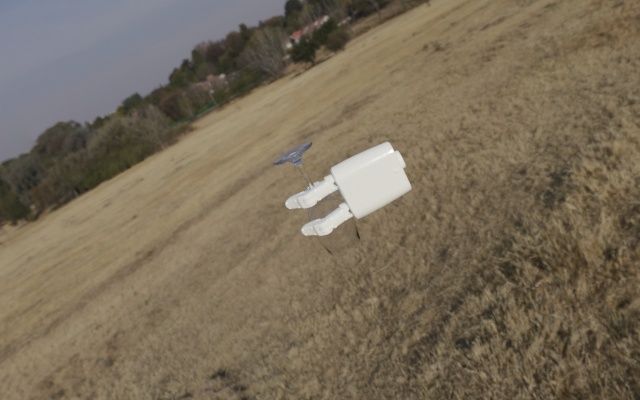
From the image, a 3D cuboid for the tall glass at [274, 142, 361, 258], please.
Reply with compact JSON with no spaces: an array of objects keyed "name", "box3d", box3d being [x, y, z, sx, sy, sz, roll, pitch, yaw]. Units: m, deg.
[{"name":"tall glass","box3d":[0.000,0.002,0.832,0.079,0.201,0.079,-26,18,9]}]
